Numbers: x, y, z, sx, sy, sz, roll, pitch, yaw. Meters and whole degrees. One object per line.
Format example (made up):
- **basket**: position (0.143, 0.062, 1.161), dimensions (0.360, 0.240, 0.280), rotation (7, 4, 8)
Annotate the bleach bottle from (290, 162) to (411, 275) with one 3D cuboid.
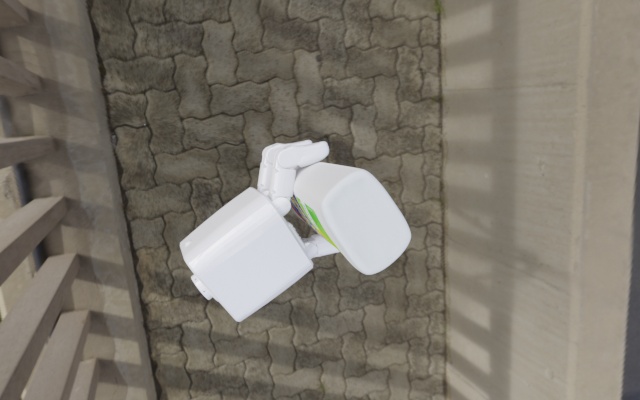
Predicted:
- **bleach bottle**: position (0.000, 0.002, 0.552), dimensions (0.068, 0.102, 0.251), rotation (-39, 19, -11)
